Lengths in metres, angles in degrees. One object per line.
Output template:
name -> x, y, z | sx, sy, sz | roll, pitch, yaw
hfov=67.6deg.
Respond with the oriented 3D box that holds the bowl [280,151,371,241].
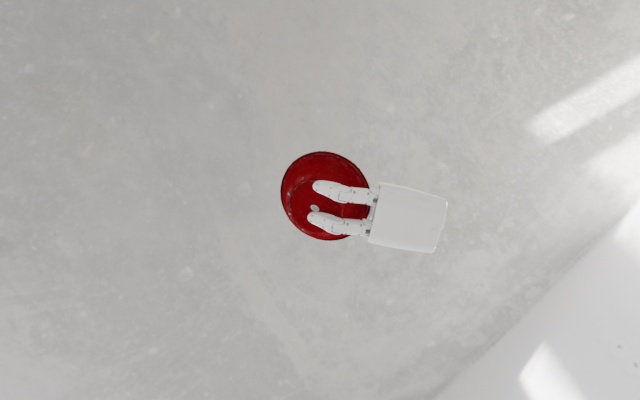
bowl -> -0.001, 0.003, 0.792 | 0.162, 0.162, 0.055 | 0, 19, 18
